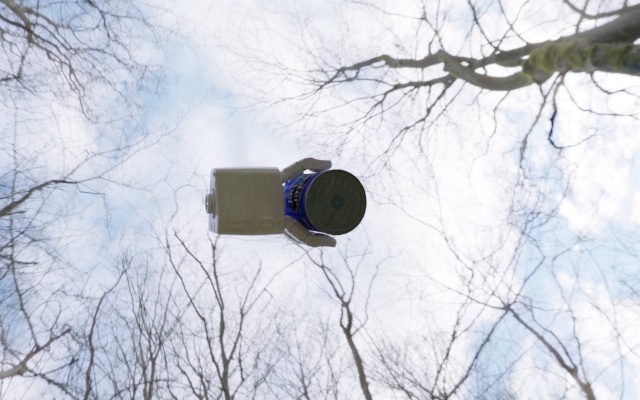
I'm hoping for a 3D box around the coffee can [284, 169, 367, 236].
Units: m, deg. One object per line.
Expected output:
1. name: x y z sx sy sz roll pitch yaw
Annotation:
1. coffee can: 0.000 0.003 0.793 0.103 0.103 0.140 0 0 -22
